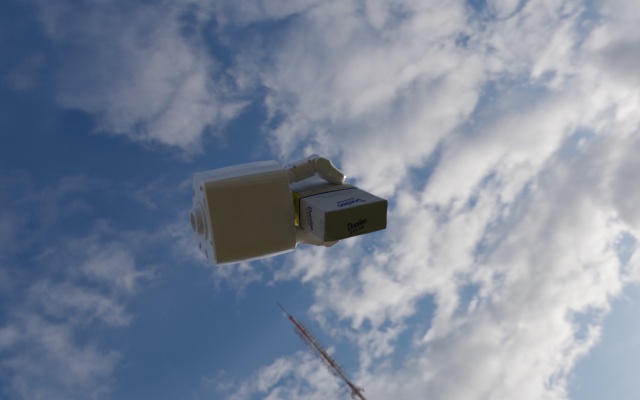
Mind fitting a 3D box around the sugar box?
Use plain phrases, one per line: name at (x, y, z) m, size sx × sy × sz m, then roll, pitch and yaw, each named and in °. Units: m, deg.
sugar box at (0.000, 0.003, 0.639) m, size 0.093 × 0.048 × 0.176 m, roll -10°, pitch 23°, yaw -28°
